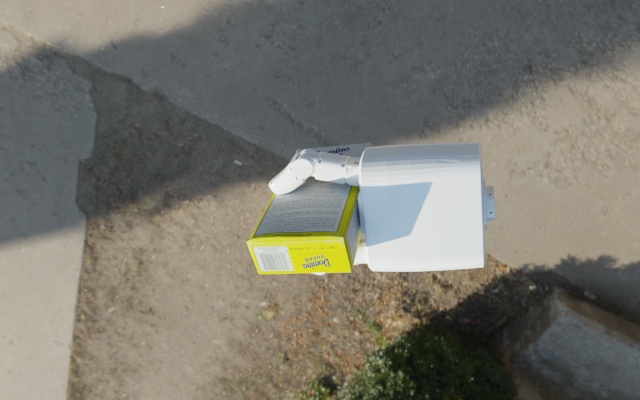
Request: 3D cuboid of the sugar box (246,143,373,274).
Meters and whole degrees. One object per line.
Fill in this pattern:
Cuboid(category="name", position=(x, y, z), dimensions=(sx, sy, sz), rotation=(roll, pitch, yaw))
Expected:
Cuboid(category="sugar box", position=(0.000, 0.002, 0.488), dimensions=(0.093, 0.048, 0.176), rotation=(-3, 30, 18))
